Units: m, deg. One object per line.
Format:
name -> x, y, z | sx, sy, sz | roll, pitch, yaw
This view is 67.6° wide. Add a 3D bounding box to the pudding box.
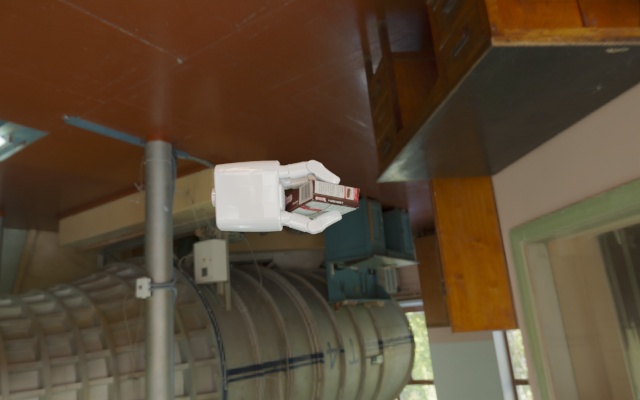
pudding box -> 0.000, 0.003, 0.812 | 0.090, 0.039, 0.113 | 9, -16, -26
